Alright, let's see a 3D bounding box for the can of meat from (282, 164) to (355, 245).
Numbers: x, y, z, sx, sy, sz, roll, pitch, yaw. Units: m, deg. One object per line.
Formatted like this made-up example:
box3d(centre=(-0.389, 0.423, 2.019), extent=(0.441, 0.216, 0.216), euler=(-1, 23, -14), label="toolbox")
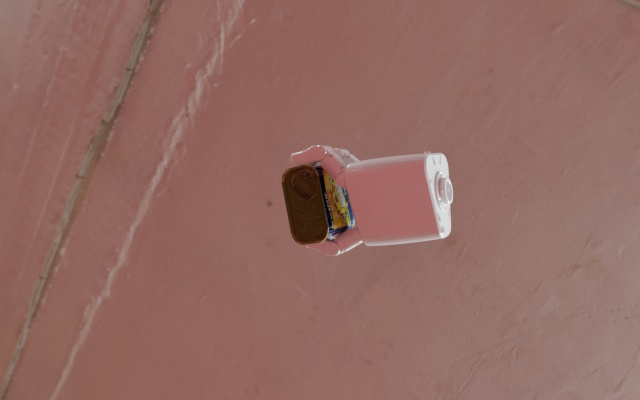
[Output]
box3d(centre=(0.000, 0.002, 0.645), extent=(0.057, 0.102, 0.084), euler=(-11, 0, 31), label="can of meat")
